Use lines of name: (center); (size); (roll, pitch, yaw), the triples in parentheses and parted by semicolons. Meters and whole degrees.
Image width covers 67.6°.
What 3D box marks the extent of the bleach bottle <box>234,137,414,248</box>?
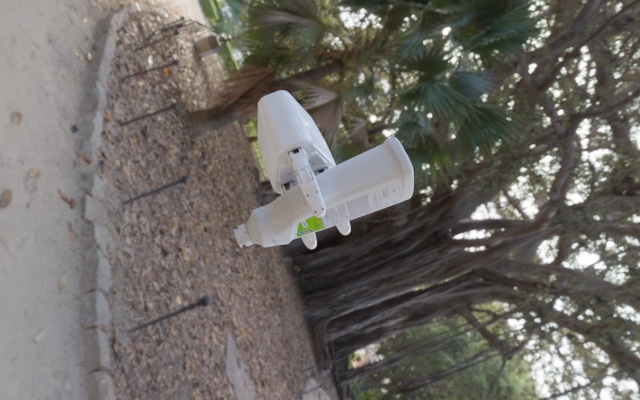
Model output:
bleach bottle: (0.000, 0.002, 0.657); (0.251, 0.068, 0.103); (-22, -29, -2)
